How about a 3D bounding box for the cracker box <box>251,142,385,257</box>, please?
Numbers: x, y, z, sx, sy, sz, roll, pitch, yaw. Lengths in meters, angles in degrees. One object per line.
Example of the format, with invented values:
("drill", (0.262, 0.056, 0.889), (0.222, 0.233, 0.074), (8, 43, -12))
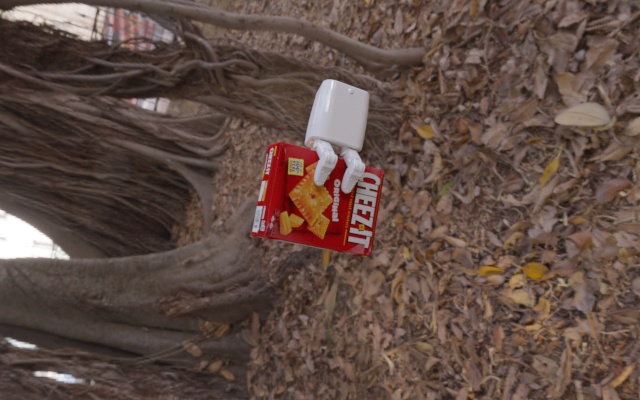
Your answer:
("cracker box", (0.000, 0.003, 0.848), (0.214, 0.164, 0.072), (13, -7, -25))
